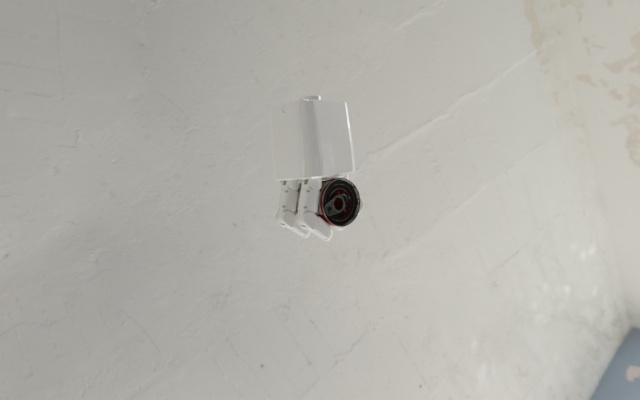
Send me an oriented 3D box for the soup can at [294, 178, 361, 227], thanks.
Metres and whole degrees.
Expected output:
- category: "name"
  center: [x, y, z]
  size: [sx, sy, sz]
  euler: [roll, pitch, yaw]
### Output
- category: "soup can"
  center: [0.000, 0.003, 0.704]
  size: [0.068, 0.068, 0.102]
  euler: [0, 1, -36]
